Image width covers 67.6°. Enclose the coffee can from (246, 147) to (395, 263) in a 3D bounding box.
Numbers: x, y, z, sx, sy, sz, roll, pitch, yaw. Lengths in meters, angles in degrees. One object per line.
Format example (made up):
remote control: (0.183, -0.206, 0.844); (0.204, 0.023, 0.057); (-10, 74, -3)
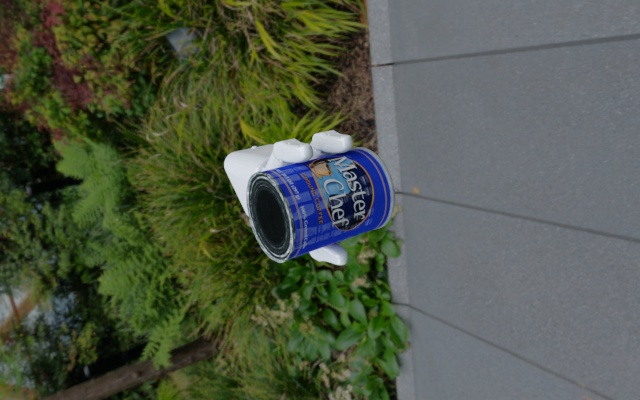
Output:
coffee can: (0.000, 0.002, 0.551); (0.140, 0.103, 0.103); (-16, 9, -31)
